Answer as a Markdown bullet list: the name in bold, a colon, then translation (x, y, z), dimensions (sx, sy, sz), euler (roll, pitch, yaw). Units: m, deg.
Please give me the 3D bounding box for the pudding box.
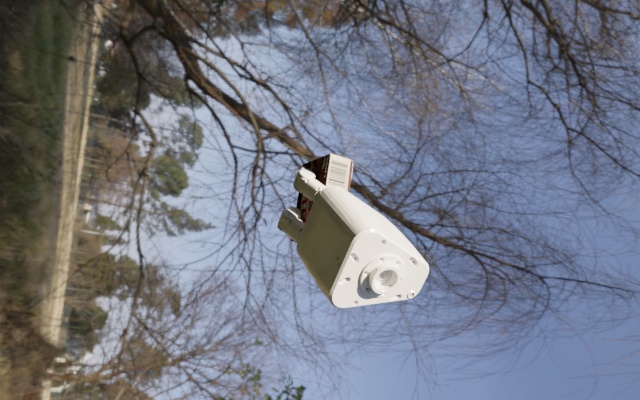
- **pudding box**: translation (0.000, 0.002, 0.626), dimensions (0.039, 0.113, 0.090), euler (15, -11, -24)
